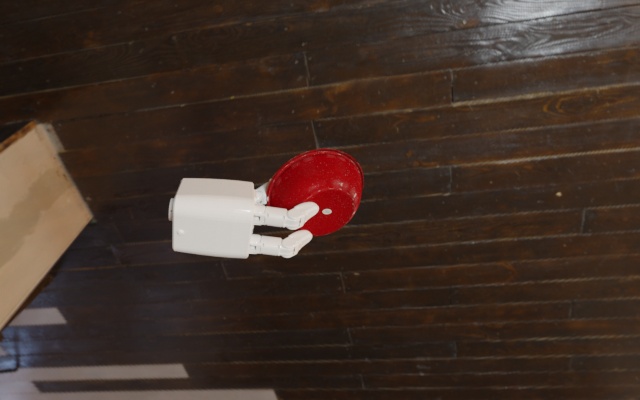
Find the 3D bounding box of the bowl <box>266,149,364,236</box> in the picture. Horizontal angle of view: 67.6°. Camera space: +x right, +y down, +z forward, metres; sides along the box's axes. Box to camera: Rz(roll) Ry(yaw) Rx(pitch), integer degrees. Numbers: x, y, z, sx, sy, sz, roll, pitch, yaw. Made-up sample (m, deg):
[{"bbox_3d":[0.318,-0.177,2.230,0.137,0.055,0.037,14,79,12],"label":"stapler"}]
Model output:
[{"bbox_3d":[0.002,0.002,0.735,0.162,0.162,0.055,0,38,-22],"label":"bowl"}]
